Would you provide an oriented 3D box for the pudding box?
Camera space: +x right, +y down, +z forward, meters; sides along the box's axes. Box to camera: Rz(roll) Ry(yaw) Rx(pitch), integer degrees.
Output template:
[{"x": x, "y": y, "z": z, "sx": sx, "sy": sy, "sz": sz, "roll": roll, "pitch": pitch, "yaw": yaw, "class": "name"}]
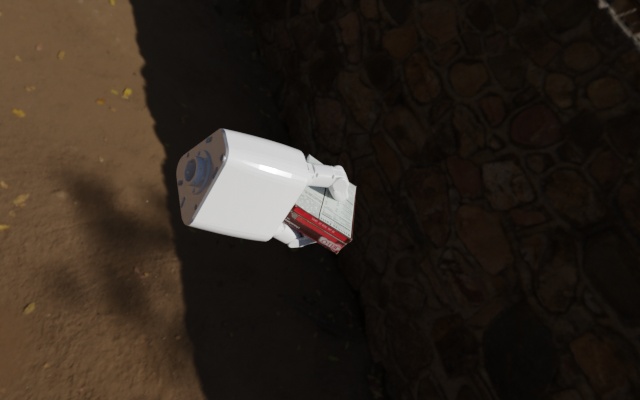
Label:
[{"x": 0.000, "y": 0.002, "z": 0.621, "sx": 0.090, "sy": 0.113, "sz": 0.039, "roll": 34, "pitch": -52, "yaw": -18, "class": "pudding box"}]
